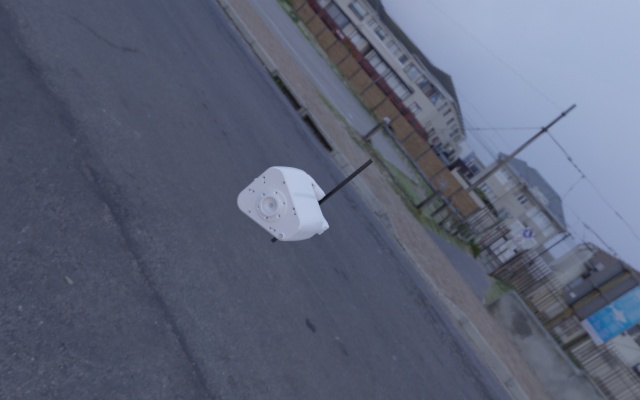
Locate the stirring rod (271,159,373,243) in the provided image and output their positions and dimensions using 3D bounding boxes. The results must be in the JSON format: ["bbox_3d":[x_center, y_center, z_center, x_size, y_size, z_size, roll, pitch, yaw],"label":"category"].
[{"bbox_3d":[0.000,0.003,0.876,0.239,0.011,0.011,-39,-10,13],"label":"stirring rod"}]
